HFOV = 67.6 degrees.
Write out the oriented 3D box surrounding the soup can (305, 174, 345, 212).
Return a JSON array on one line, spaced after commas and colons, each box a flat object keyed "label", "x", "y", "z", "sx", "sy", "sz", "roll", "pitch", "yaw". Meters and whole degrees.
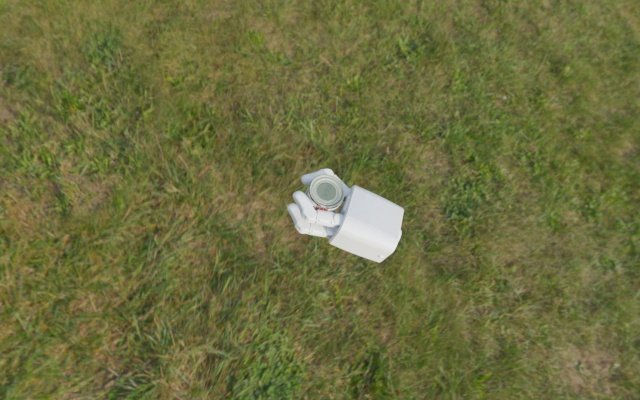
[{"label": "soup can", "x": 0.000, "y": 0.002, "z": 0.882, "sx": 0.068, "sy": 0.068, "sz": 0.102, "roll": 0, "pitch": -23, "yaw": -15}]
